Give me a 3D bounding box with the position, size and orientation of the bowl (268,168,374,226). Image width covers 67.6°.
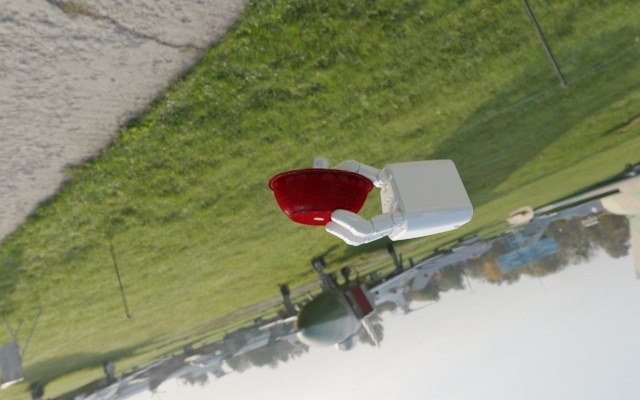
[{"bbox_3d":[-0.001,0.003,0.724,0.162,0.055,0.162,1,-16,0],"label":"bowl"}]
